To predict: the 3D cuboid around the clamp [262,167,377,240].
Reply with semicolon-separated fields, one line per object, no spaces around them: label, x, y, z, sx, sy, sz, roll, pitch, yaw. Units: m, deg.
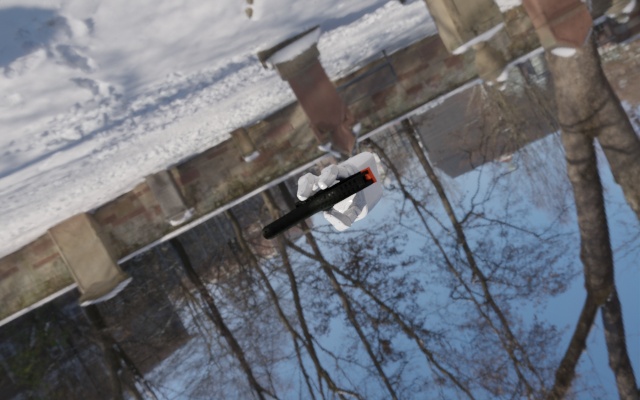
clamp;0.001;0.003;0.839;0.210;0.036;0.164;-26;8;32
